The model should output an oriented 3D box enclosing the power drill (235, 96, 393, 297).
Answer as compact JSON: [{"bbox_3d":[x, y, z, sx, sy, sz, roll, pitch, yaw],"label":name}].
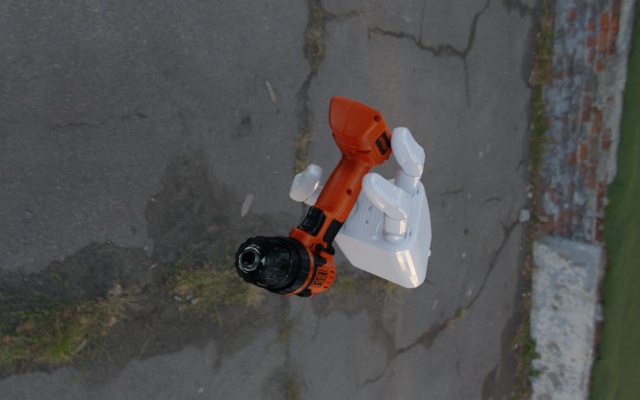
[{"bbox_3d":[0.000,0.001,0.453,0.057,0.187,0.184,26,-3,18],"label":"power drill"}]
